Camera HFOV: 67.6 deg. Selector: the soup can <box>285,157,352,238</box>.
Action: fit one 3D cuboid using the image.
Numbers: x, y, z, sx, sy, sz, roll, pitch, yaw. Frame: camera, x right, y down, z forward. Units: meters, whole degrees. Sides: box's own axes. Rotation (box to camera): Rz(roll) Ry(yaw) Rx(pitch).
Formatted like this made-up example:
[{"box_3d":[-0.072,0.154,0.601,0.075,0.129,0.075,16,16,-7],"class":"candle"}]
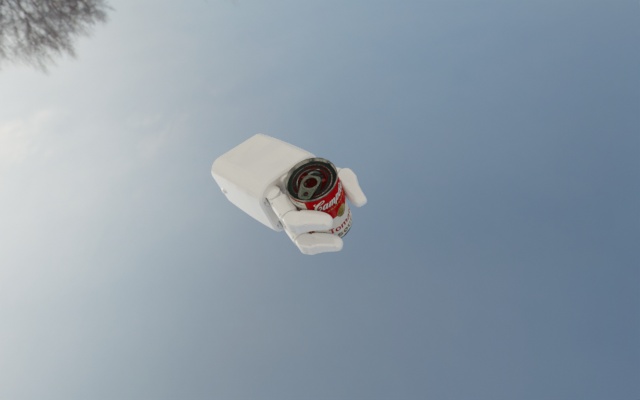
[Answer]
[{"box_3d":[0.001,0.002,0.626,0.068,0.068,0.102,0,-35,17],"class":"soup can"}]
